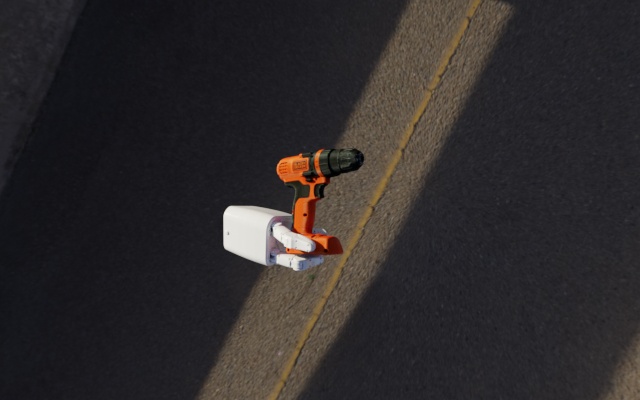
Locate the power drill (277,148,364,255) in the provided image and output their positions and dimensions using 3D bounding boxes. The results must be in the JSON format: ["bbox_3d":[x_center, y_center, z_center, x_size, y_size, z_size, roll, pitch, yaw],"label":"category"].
[{"bbox_3d":[0.000,0.003,0.853,0.184,0.187,0.057,-5,-8,40],"label":"power drill"}]
